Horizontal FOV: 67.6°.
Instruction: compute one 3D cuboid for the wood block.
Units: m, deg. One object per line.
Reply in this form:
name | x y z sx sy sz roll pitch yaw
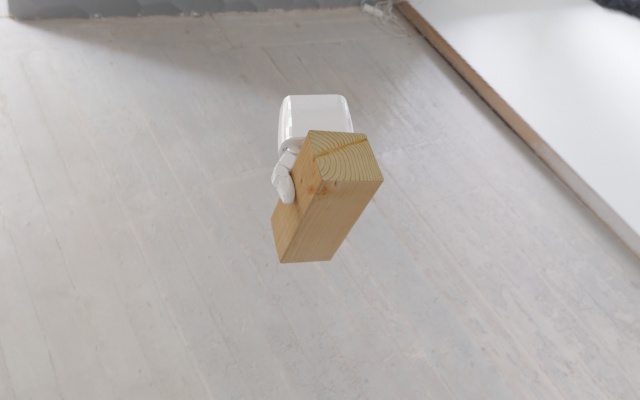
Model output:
wood block | 0.000 0.002 0.704 0.091 0.090 0.206 0 -37 -23
